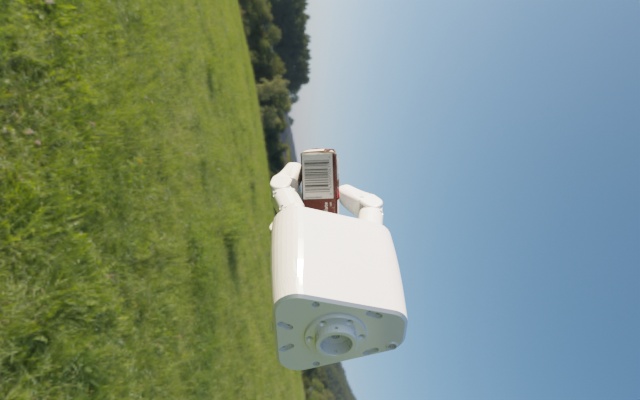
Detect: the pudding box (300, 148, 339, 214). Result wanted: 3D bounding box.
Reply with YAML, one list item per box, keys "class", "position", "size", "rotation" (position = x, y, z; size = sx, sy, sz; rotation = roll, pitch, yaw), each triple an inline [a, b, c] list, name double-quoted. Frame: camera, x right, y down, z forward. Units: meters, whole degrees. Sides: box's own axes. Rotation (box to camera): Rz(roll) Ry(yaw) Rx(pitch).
- class: "pudding box"
  position: [0.000, 0.002, 0.513]
  size: [0.039, 0.113, 0.090]
  rotation: [0, 8, 0]
